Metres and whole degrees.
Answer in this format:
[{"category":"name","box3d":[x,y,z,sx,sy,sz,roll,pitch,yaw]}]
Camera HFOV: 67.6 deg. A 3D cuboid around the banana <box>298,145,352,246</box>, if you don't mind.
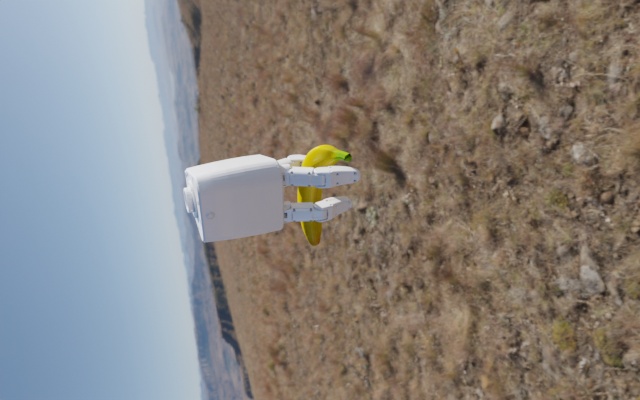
[{"category":"banana","box3d":[-0.007,-0.014,0.688,0.037,0.069,0.198,-14,-35,-25]}]
